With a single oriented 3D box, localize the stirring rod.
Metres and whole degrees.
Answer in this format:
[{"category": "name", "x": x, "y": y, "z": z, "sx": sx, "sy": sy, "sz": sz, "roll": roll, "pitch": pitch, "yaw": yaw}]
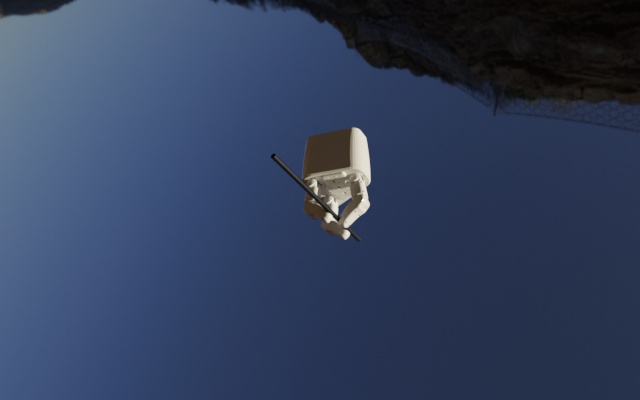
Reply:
[{"category": "stirring rod", "x": 0.000, "y": 0.002, "z": 0.740, "sx": 0.011, "sy": 0.011, "sz": 0.240, "roll": 0, "pitch": -32, "yaw": 40}]
